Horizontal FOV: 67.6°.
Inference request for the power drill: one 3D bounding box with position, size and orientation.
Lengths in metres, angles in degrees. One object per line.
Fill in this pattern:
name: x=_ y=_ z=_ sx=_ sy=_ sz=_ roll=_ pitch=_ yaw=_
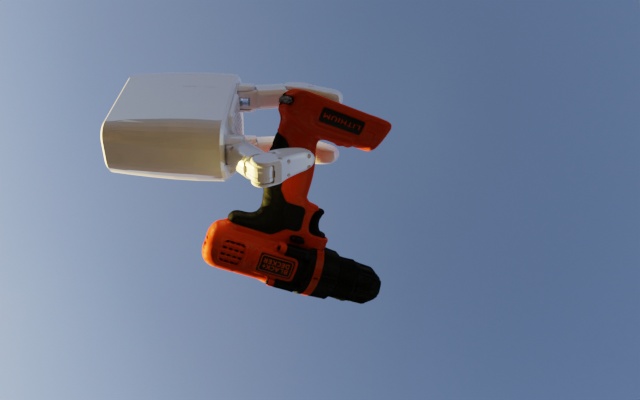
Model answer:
power drill: x=0.000 y=0.001 z=0.461 sx=0.184 sy=0.187 sz=0.057 roll=18 pitch=6 yaw=-19
